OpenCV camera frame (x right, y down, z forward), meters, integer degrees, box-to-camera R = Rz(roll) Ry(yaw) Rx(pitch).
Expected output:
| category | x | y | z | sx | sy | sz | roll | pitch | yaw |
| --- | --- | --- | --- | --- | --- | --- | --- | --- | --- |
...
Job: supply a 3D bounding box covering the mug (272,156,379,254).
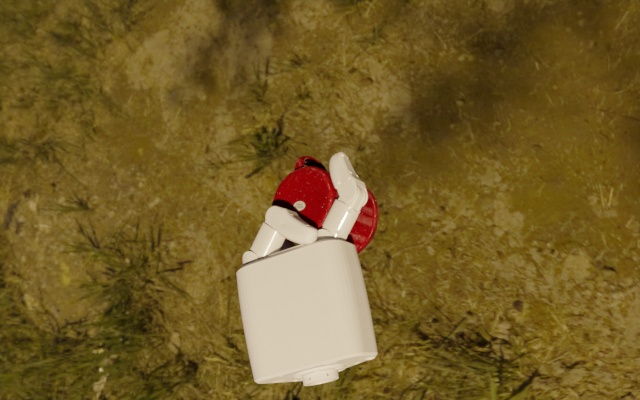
| category | x | y | z | sx | sy | sz | roll | pitch | yaw |
| --- | --- | --- | --- | --- | --- | --- | --- | --- | --- |
| mug | 0.000 | 0.000 | 0.518 | 0.093 | 0.117 | 0.081 | -28 | -29 | 27 |
